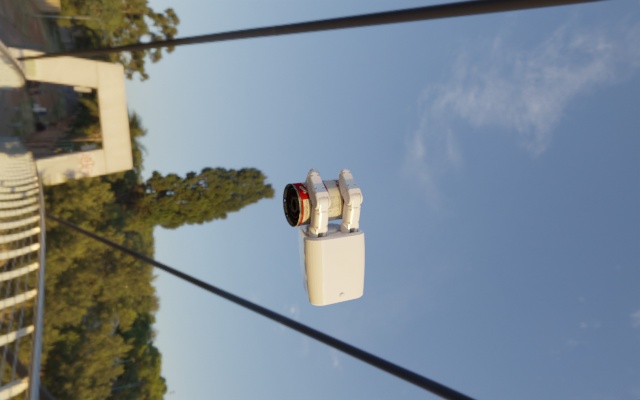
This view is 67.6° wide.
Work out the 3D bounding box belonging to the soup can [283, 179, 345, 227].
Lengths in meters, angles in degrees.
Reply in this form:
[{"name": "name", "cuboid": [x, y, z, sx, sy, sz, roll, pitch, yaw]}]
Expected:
[{"name": "soup can", "cuboid": [0.000, 0.002, 0.754, 0.102, 0.068, 0.068, -6, 3, -25]}]
